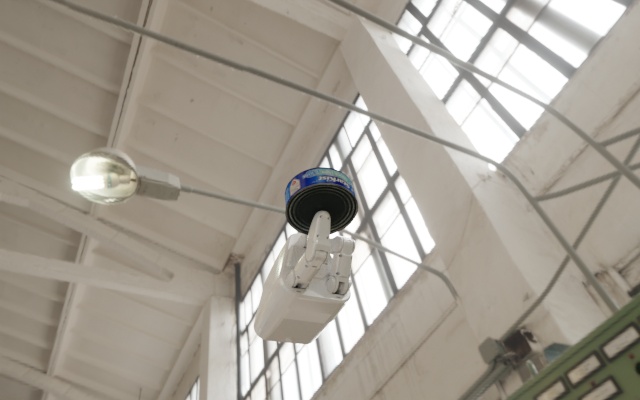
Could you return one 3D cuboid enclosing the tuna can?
[{"bbox_3d":[0.000,0.001,0.568,0.086,0.086,0.033,0,44,-9],"label":"tuna can"}]
